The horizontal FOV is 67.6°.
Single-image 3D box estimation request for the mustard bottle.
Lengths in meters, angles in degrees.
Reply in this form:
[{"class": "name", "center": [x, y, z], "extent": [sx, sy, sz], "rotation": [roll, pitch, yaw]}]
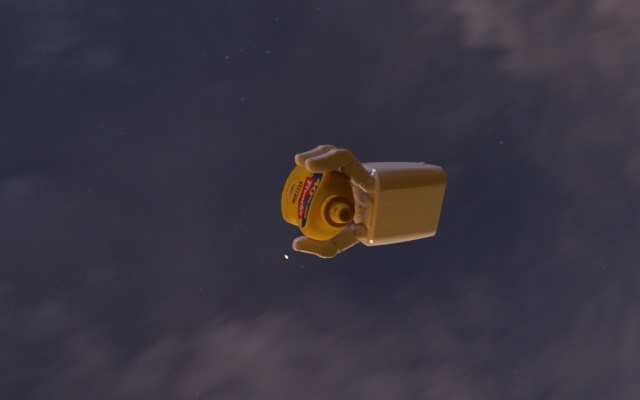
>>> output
[{"class": "mustard bottle", "center": [0.000, 0.002, 0.641], "extent": [0.058, 0.096, 0.191], "rotation": [20, 2, -21]}]
